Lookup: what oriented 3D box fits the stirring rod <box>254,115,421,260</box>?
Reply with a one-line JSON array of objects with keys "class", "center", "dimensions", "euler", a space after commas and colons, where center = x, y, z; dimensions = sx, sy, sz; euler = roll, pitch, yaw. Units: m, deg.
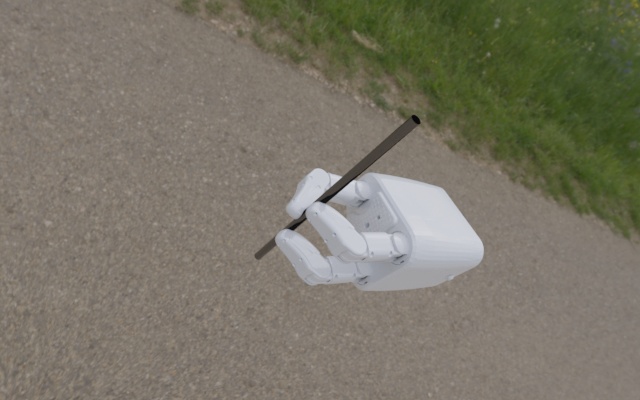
[{"class": "stirring rod", "center": [0.000, 0.001, 0.407], "dimensions": [0.011, 0.011, 0.240], "euler": [0, -28, -37]}]
